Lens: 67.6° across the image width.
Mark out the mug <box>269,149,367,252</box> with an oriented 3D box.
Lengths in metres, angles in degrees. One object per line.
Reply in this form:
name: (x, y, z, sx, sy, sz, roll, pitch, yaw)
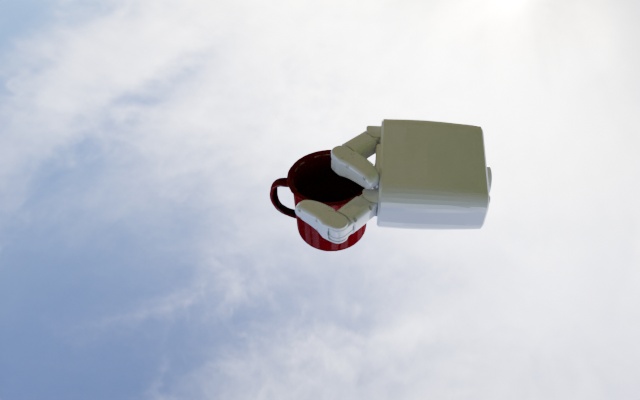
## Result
mug: (-0.001, 0.002, 0.537, 0.117, 0.082, 0.093, 4, 44, 8)
